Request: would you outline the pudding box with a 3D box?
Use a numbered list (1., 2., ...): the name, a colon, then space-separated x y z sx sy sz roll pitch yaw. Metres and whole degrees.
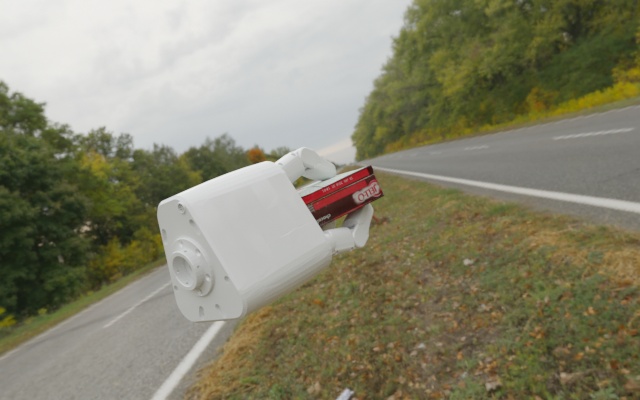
1. pudding box: 0.000 0.001 0.499 0.090 0.039 0.113 -24 6 -20
